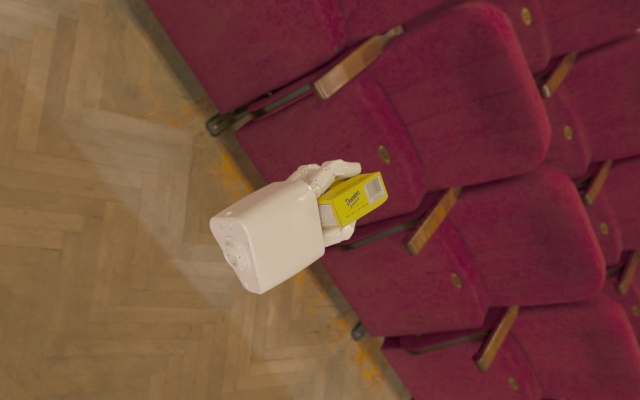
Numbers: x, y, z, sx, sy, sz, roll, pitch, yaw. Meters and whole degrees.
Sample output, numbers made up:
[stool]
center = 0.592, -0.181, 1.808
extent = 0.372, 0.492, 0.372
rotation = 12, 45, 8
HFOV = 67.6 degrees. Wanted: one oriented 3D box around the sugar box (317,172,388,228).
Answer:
[sugar box]
center = 0.000, 0.002, 0.671
extent = 0.093, 0.048, 0.176
rotation = -29, 17, -36
